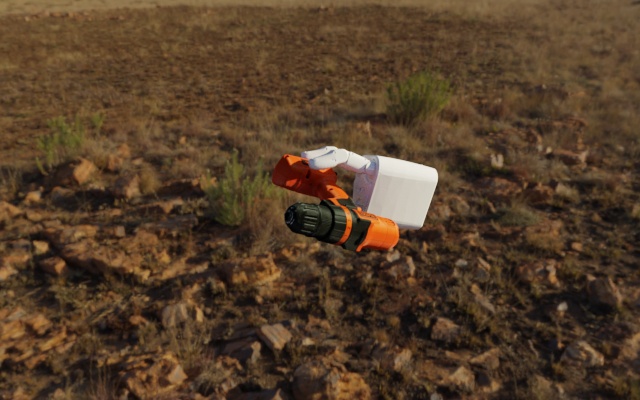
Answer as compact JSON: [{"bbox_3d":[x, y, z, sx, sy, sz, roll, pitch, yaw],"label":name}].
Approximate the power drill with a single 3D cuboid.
[{"bbox_3d":[0.000,0.002,0.684,0.184,0.057,0.187,15,23,-38],"label":"power drill"}]
